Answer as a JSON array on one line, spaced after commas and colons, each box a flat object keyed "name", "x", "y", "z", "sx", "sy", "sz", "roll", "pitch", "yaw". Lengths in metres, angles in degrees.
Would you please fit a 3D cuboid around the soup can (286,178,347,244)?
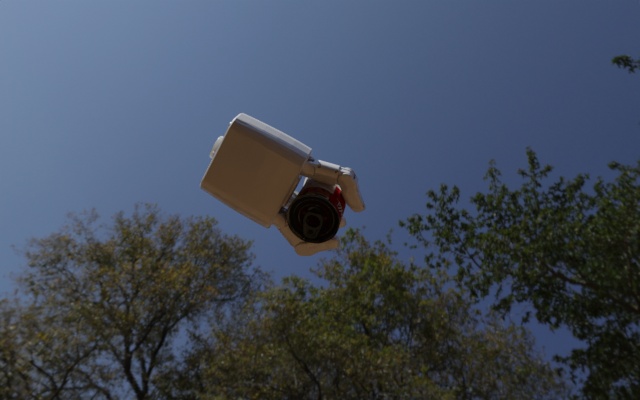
[{"name": "soup can", "x": 0.001, "y": 0.002, "z": 0.633, "sx": 0.068, "sy": 0.068, "sz": 0.102, "roll": 0, "pitch": 26, "yaw": 12}]
